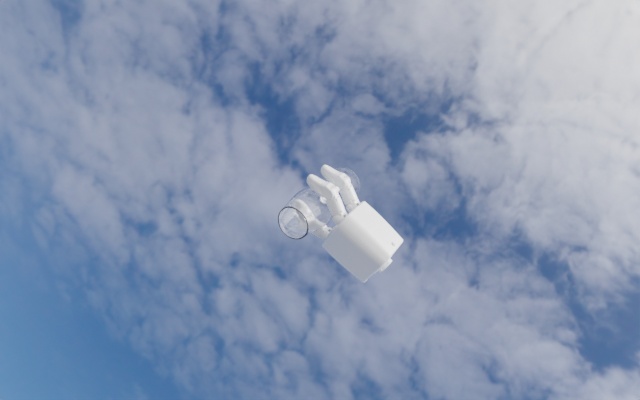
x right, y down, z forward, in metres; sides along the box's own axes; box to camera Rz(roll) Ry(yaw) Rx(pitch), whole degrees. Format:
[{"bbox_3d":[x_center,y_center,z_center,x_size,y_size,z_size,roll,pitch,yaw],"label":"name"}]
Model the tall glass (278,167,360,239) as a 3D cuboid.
[{"bbox_3d":[0.000,0.003,0.898,0.079,0.079,0.201,0,21,32],"label":"tall glass"}]
